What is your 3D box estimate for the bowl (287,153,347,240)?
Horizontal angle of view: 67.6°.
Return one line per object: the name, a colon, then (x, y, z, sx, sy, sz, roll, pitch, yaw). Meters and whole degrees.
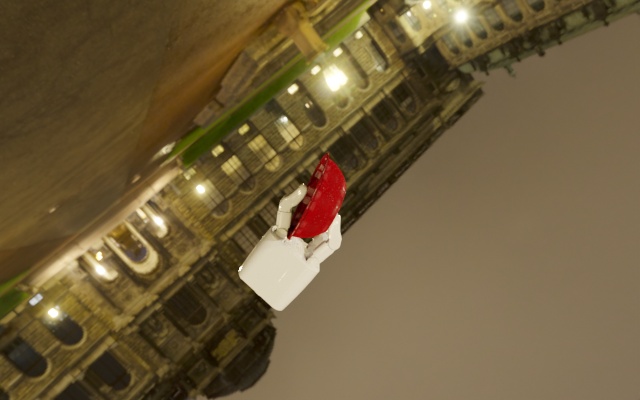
bowl: (0.001, 0.002, 0.813, 0.055, 0.162, 0.162, 25, -3, -7)
